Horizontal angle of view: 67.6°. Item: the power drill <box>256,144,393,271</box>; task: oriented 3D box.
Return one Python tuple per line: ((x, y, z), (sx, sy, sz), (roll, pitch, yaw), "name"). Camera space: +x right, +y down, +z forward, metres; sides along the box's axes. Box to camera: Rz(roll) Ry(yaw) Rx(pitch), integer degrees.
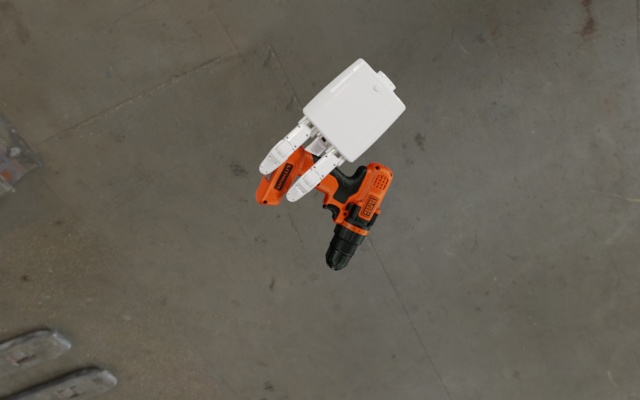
((0.000, 0.002, 0.734), (0.188, 0.184, 0.057), (23, 6, -22), "power drill")
